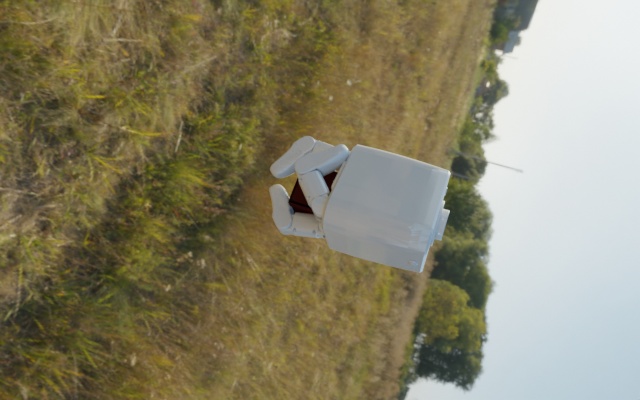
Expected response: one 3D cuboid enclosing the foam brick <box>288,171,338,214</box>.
[{"bbox_3d":[0.000,0.002,0.565,0.051,0.053,0.078,15,-21,14],"label":"foam brick"}]
